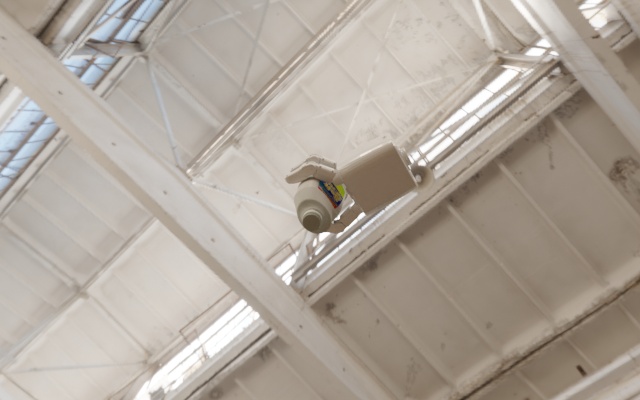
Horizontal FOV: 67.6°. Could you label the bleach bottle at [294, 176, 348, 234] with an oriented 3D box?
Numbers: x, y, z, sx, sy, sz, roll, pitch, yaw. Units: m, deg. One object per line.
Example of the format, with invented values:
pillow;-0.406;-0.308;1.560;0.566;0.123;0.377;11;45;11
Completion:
bleach bottle;0.000;0.003;0.844;0.068;0.102;0.250;-29;13;13
